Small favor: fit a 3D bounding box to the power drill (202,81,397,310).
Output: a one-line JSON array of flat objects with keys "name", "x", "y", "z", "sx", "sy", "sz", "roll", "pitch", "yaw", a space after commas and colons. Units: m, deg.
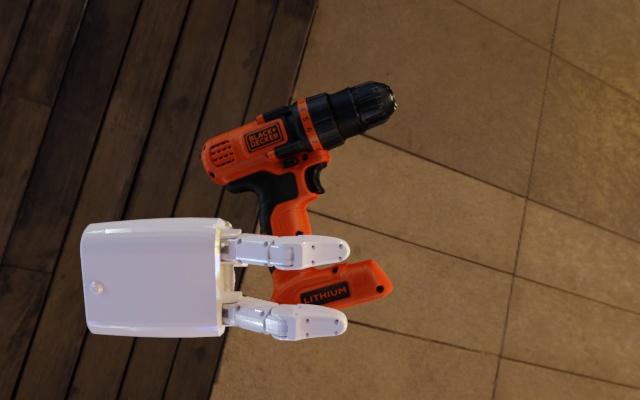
[{"name": "power drill", "x": 0.000, "y": 0.002, "z": 0.426, "sx": 0.184, "sy": 0.187, "sz": 0.057, "roll": -19, "pitch": -9, "yaw": 11}]
